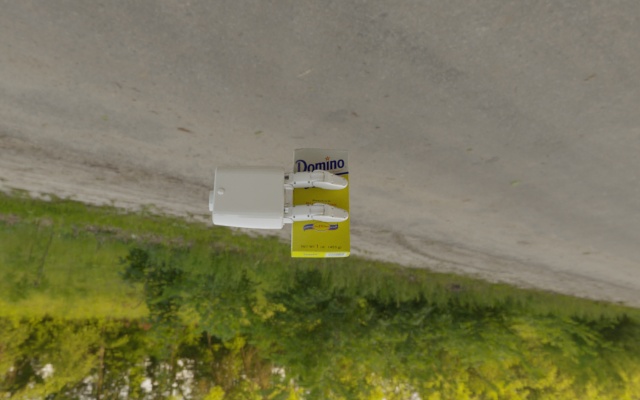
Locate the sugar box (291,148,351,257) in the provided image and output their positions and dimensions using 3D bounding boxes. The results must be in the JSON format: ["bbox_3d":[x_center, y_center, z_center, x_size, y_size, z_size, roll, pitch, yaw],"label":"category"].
[{"bbox_3d":[0.000,0.002,0.774,0.093,0.176,0.048,1,-17,-5],"label":"sugar box"}]
